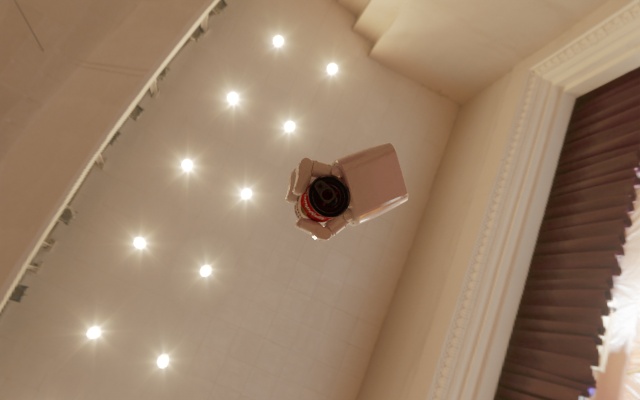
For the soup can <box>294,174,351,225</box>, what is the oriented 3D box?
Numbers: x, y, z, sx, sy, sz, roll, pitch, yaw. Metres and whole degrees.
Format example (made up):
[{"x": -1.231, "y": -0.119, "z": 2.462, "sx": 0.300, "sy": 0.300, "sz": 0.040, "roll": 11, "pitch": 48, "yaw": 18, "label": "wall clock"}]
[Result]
[{"x": 0.000, "y": 0.003, "z": 0.776, "sx": 0.068, "sy": 0.068, "sz": 0.102, "roll": 0, "pitch": -11, "yaw": -17, "label": "soup can"}]
